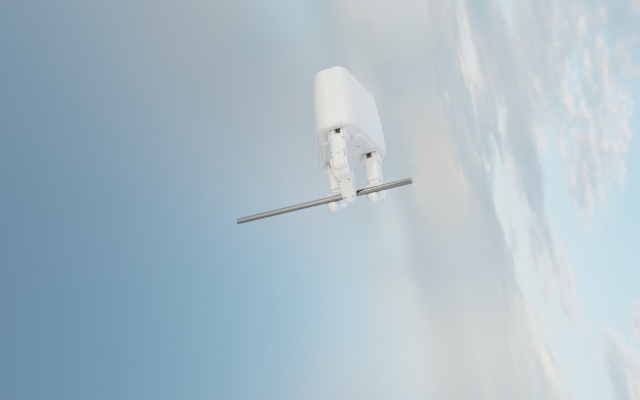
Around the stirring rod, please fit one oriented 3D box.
[{"bbox_3d":[0.000,0.002,0.623,0.239,0.011,0.011,-13,-3,14],"label":"stirring rod"}]
